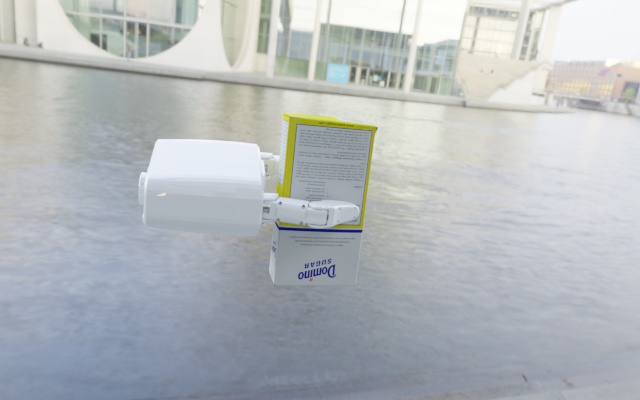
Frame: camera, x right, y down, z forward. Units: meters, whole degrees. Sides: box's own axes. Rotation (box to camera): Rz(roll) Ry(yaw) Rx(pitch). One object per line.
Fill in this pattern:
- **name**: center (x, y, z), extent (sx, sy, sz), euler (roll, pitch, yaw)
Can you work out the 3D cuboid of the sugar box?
- **sugar box**: center (0.000, 0.001, 0.503), extent (0.093, 0.176, 0.048), euler (4, 16, -15)
